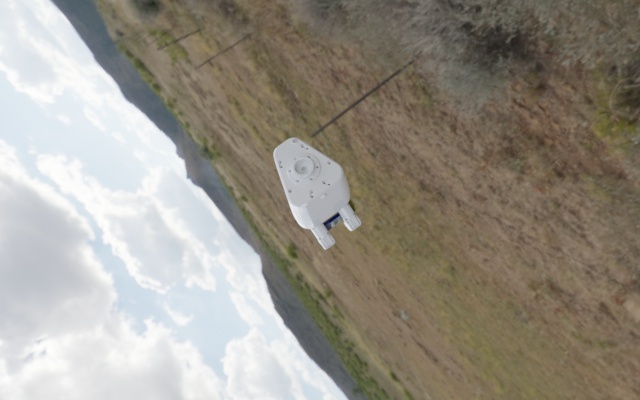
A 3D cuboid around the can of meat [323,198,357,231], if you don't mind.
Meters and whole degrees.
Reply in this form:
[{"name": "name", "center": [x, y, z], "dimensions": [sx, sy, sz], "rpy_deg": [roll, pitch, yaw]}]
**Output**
[{"name": "can of meat", "center": [0.000, 0.003, 0.841], "dimensions": [0.084, 0.102, 0.057], "rpy_deg": [-36, -16, -6]}]
